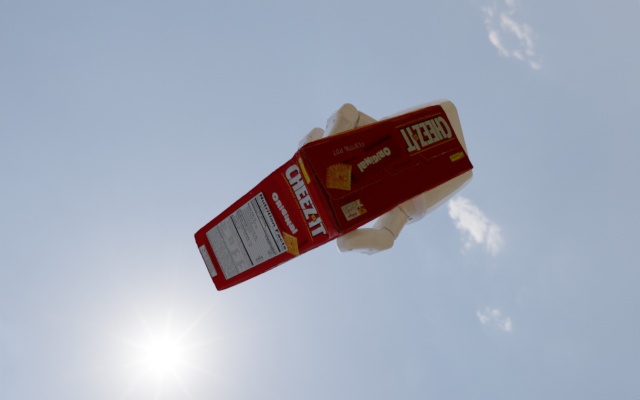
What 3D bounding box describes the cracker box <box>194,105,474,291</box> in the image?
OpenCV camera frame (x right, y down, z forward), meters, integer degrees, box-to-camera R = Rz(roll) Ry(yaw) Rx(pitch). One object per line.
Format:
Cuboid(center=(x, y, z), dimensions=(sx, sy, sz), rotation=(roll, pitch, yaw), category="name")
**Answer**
Cuboid(center=(0.000, 0.002, 0.434), dimensions=(0.164, 0.072, 0.214), rotation=(-24, -5, -38), category="cracker box")
